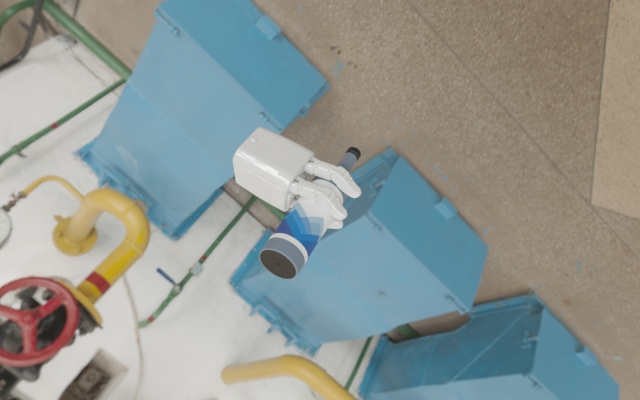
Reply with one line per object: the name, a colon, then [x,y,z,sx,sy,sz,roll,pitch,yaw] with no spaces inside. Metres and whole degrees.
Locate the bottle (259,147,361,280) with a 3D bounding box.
bottle: [0.000,0.003,0.806,0.069,0.069,0.295,0,39,34]
